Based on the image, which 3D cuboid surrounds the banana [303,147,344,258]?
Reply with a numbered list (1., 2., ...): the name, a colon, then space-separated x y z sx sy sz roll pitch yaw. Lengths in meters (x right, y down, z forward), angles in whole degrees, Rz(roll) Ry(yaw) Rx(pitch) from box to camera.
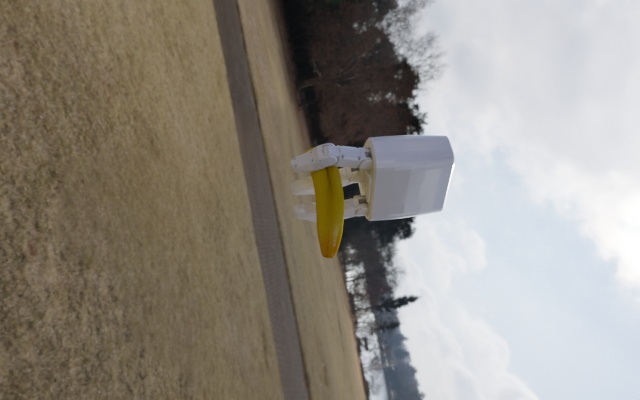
1. banana: 0.004 -0.015 0.613 0.037 0.070 0.197 4 36 -16
